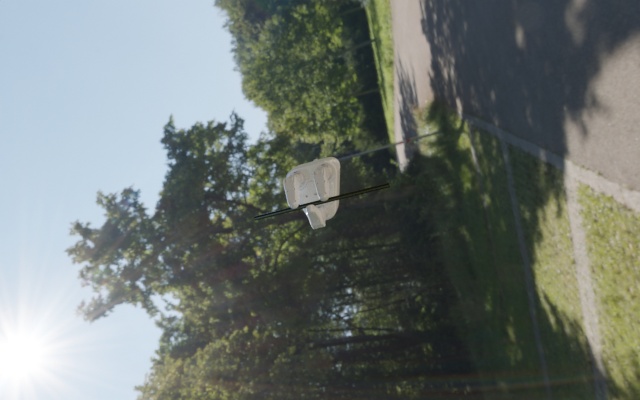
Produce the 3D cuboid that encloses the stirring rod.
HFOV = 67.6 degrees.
[{"bbox_3d":[0.000,0.003,0.816,0.239,0.011,0.011,-14,-3,10],"label":"stirring rod"}]
